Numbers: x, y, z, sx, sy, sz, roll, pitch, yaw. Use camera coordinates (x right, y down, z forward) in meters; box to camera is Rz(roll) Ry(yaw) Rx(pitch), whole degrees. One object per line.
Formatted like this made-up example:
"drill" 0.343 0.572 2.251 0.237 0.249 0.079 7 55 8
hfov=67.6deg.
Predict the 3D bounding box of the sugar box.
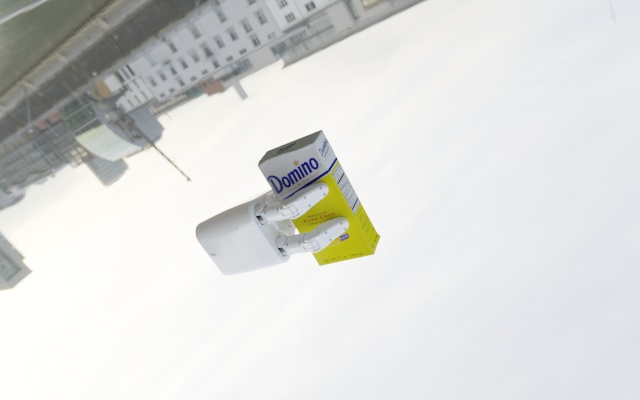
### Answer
"sugar box" 0.000 0.003 0.635 0.093 0.176 0.048 -18 27 31
